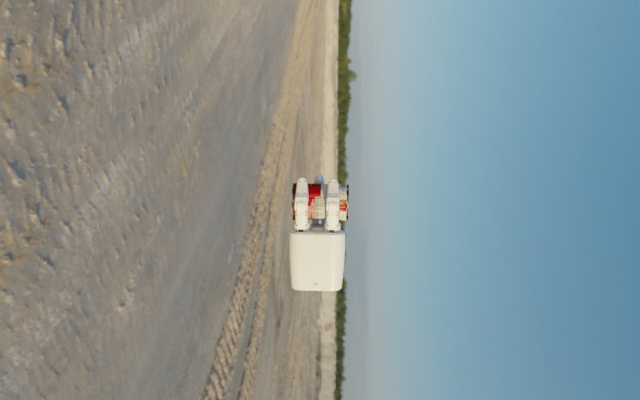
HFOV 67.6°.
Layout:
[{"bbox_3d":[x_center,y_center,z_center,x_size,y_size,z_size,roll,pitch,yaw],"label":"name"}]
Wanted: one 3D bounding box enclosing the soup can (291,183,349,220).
[{"bbox_3d":[0.000,0.002,0.871,0.102,0.068,0.068,1,0,2],"label":"soup can"}]
